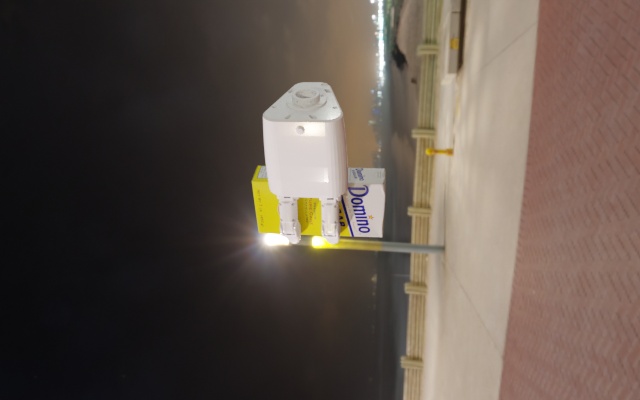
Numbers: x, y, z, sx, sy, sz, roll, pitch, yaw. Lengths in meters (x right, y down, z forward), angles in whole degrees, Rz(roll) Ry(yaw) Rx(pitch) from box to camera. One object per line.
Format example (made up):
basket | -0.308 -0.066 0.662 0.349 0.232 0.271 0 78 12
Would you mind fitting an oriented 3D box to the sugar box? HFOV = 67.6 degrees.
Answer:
sugar box | 0.000 0.002 0.657 0.176 0.093 0.048 2 36 8
